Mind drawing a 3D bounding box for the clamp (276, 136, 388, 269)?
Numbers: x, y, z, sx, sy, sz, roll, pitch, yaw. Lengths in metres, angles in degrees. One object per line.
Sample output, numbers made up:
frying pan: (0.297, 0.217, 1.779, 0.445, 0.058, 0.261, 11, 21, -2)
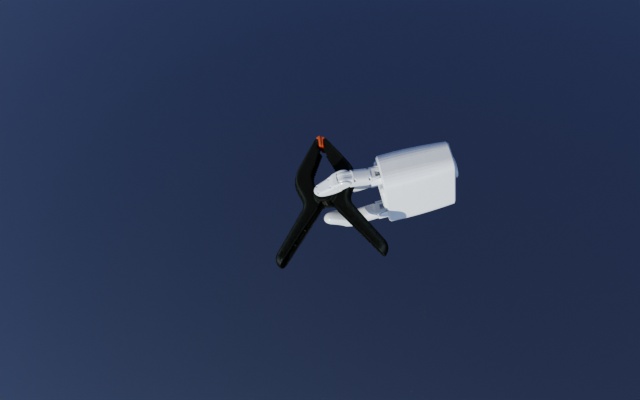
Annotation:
clamp: (0.000, 0.002, 0.724, 0.164, 0.210, 0.036, -14, -23, 5)
